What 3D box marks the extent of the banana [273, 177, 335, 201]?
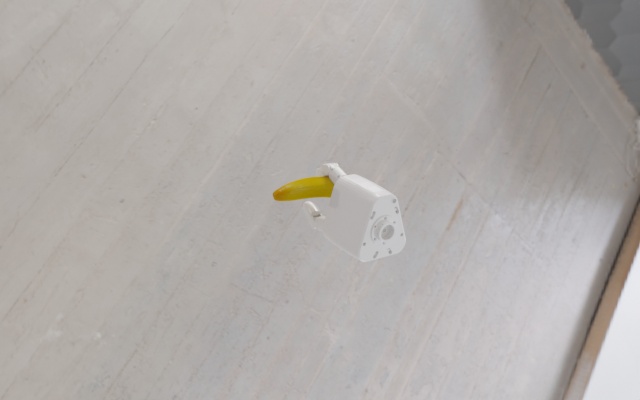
[{"bbox_3d":[0.011,-0.012,0.845,0.198,0.070,0.037,12,27,-37],"label":"banana"}]
